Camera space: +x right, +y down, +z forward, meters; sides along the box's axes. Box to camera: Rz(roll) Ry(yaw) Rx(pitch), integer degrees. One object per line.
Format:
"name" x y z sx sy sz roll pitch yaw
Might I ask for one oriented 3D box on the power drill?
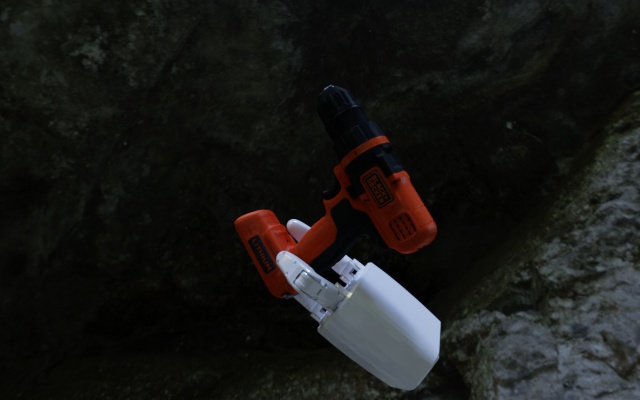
"power drill" 0.000 0.002 0.494 0.188 0.184 0.057 -35 -14 25
